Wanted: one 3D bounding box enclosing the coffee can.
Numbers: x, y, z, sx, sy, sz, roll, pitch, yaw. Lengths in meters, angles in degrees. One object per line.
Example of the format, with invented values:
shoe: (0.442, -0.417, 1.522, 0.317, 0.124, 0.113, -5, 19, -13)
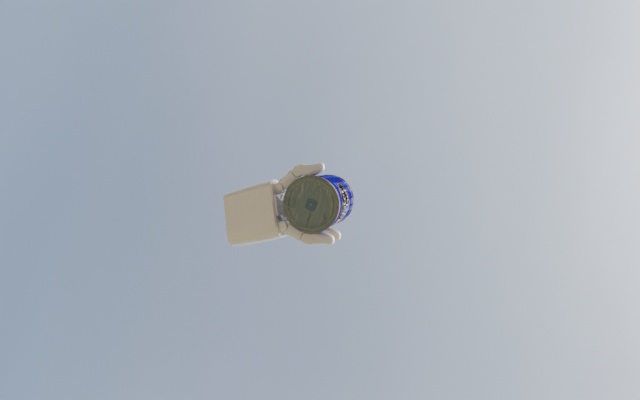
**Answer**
coffee can: (0.000, 0.003, 0.898, 0.103, 0.103, 0.140, 0, 4, 15)
